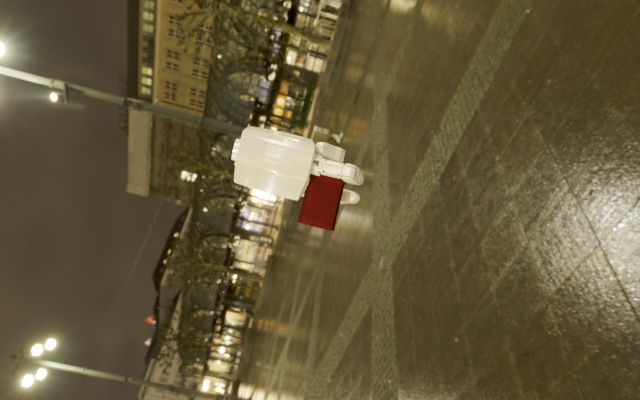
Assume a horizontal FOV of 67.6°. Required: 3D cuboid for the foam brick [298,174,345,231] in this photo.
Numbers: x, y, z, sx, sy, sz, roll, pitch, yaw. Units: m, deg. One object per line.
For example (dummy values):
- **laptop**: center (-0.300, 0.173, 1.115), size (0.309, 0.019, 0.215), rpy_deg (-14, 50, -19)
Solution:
- **foam brick**: center (0.000, 0.003, 0.717), size (0.051, 0.078, 0.053), rpy_deg (14, -6, -8)
